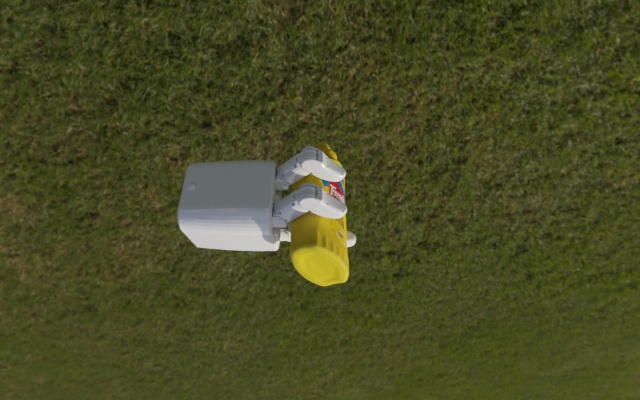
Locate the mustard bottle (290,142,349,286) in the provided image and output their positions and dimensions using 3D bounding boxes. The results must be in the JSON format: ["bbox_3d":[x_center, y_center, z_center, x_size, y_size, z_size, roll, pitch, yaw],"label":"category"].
[{"bbox_3d":[0.000,0.002,0.595,0.058,0.191,0.096,-16,-40,20],"label":"mustard bottle"}]
